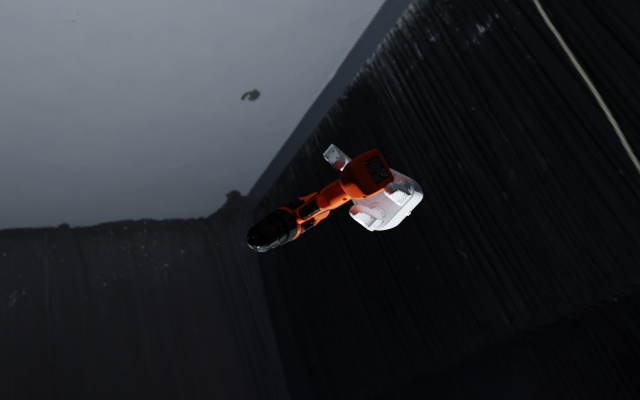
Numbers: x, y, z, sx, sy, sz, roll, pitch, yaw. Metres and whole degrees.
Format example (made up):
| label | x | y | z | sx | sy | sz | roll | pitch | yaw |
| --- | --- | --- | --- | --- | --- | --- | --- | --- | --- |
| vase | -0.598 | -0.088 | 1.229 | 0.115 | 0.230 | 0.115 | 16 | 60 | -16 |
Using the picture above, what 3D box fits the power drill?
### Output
| label | x | y | z | sx | sy | sz | roll | pitch | yaw |
| --- | --- | --- | --- | --- | --- | --- | --- | --- | --- |
| power drill | 0.001 | 0.002 | 0.682 | 0.188 | 0.057 | 0.184 | -29 | 1 | 36 |
